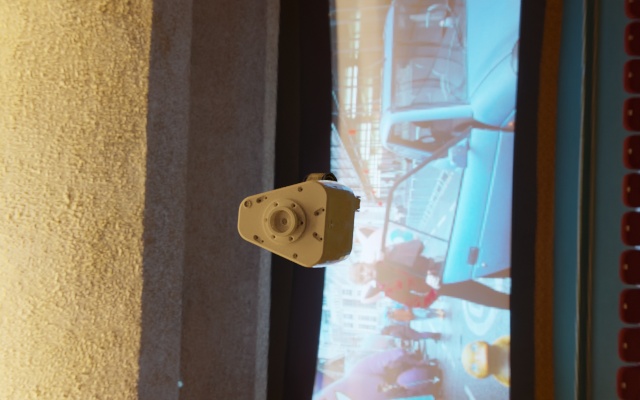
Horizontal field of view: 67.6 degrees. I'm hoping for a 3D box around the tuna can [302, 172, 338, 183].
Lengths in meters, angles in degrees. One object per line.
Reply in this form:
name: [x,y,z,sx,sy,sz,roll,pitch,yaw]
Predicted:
tuna can: [0.000,0.002,0.693,0.034,0.086,0.086,1,0,21]
